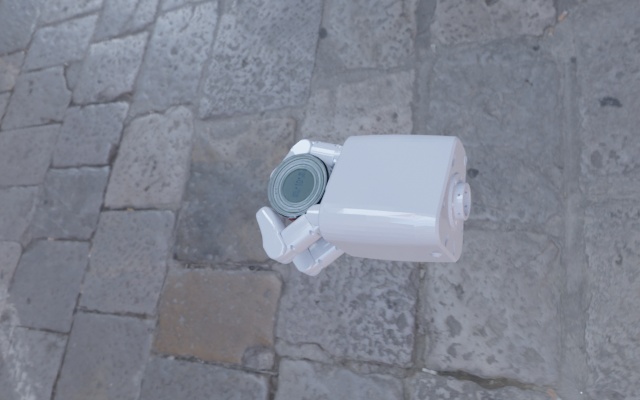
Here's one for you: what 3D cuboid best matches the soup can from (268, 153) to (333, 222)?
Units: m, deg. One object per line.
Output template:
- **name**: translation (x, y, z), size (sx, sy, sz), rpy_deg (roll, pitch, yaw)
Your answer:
- **soup can**: translation (0.000, 0.001, 0.493), size (0.068, 0.068, 0.102), rpy_deg (0, -19, 29)
